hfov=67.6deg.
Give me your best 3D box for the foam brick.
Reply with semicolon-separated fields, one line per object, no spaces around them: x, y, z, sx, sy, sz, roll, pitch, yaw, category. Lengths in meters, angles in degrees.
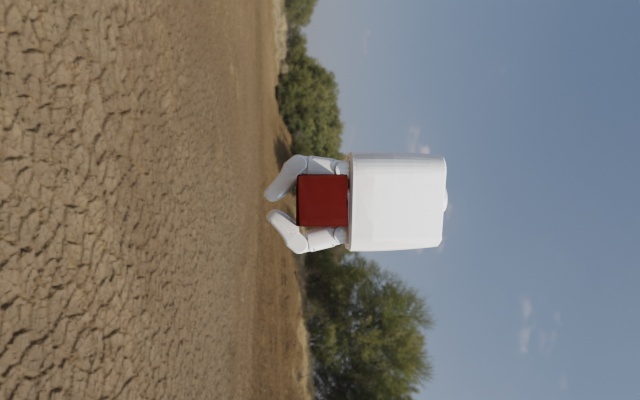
0.000;0.002;0.504;0.051;0.053;0.078;0;-3;-3;foam brick
